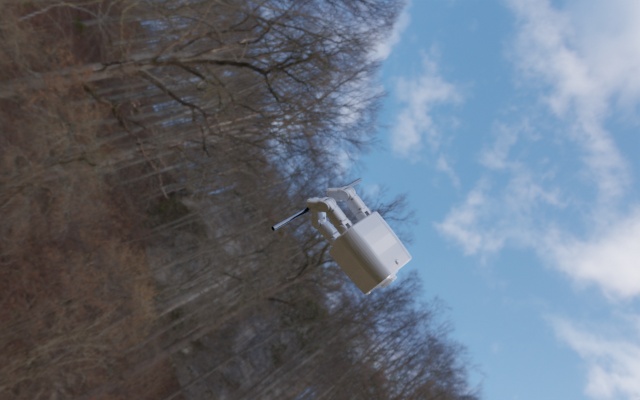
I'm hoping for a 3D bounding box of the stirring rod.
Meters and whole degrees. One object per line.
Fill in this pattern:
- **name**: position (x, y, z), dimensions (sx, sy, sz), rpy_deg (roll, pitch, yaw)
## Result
- **stirring rod**: position (0.000, 0.003, 0.879), dimensions (0.011, 0.011, 0.239), rpy_deg (0, 22, 46)
